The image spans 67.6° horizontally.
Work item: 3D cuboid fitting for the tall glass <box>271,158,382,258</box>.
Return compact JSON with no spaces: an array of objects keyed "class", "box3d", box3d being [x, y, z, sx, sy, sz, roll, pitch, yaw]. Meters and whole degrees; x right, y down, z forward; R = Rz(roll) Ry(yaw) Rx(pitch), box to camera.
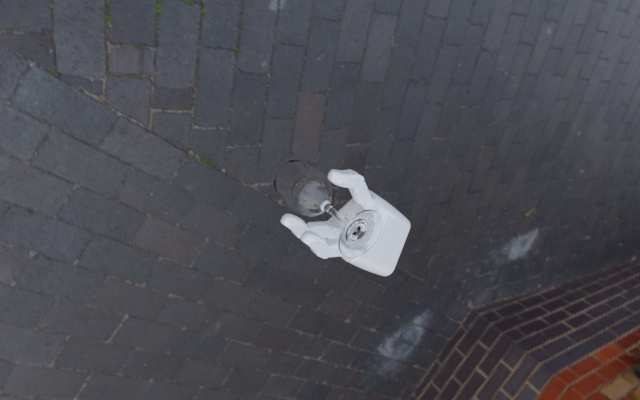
[{"class":"tall glass","box3d":[0.000,0.003,0.715,0.079,0.079,0.201,0,26,-38]}]
